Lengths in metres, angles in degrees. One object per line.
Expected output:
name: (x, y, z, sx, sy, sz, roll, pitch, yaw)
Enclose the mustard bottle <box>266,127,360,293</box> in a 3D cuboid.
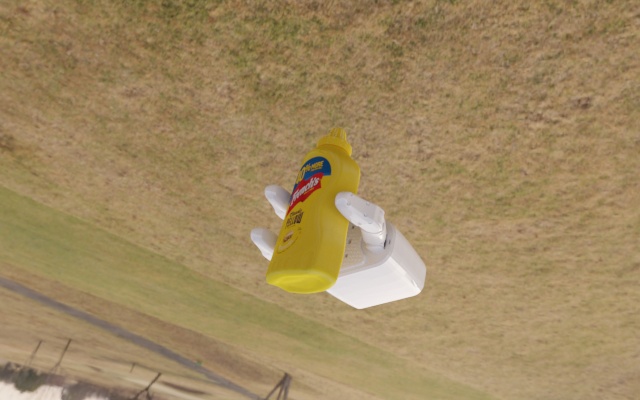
mustard bottle: (0.000, 0.002, 0.523, 0.058, 0.191, 0.096, 28, -29, -24)
